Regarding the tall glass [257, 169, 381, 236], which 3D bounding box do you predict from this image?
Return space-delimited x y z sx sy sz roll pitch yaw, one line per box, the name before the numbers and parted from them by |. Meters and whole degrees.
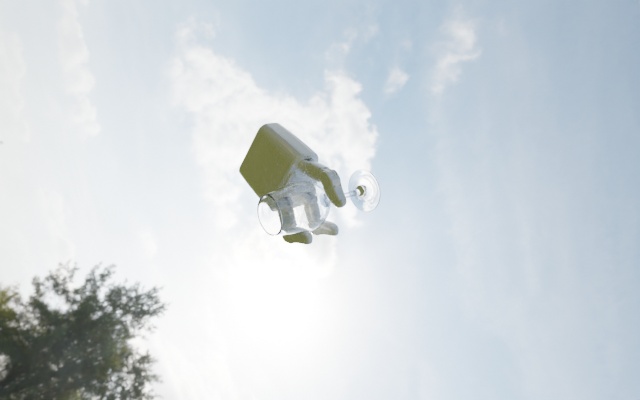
tall glass | 0.001 0.002 0.753 0.201 0.079 0.079 -15 10 -40
